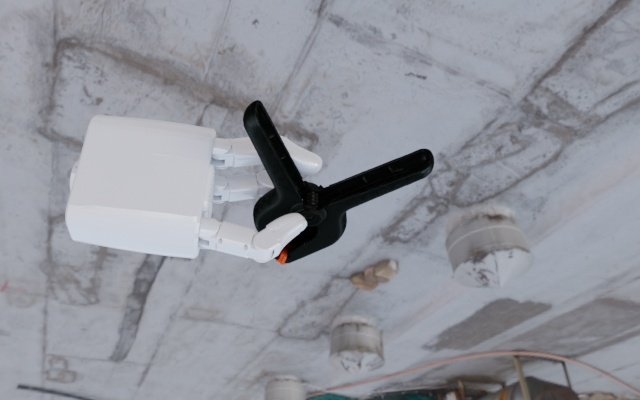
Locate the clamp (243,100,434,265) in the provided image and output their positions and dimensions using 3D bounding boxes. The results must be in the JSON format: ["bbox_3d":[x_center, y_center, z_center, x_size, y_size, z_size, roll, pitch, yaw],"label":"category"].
[{"bbox_3d":[0.000,0.002,0.457,0.164,0.036,0.210,10,-39,-8],"label":"clamp"}]
